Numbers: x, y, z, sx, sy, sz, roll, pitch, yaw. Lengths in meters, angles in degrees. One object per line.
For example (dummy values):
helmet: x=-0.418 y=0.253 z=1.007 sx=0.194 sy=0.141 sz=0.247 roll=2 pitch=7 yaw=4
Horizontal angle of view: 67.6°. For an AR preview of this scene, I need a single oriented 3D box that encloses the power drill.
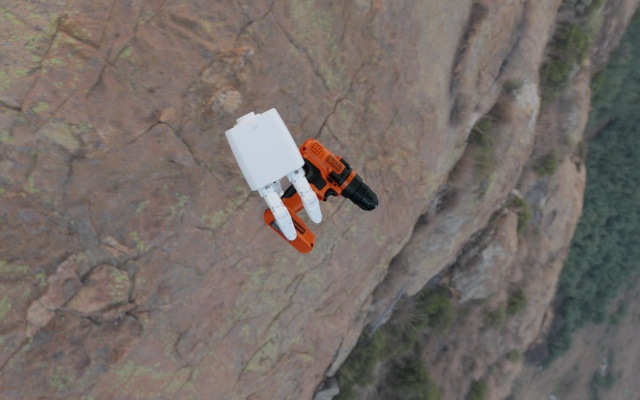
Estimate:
power drill: x=0.000 y=0.003 z=0.871 sx=0.184 sy=0.187 sz=0.057 roll=40 pitch=-29 yaw=-6
